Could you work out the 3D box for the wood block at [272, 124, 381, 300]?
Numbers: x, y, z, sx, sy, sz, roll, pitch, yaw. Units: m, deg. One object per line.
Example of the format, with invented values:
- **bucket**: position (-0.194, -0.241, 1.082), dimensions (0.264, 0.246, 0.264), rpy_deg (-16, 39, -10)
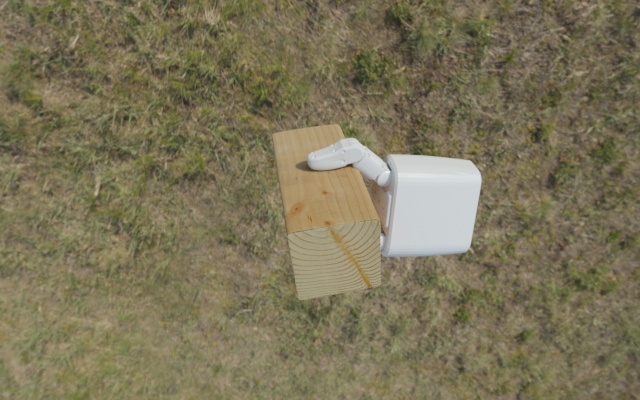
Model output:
- **wood block**: position (0.000, 0.002, 0.548), dimensions (0.090, 0.091, 0.206), rpy_deg (-9, 35, -5)
